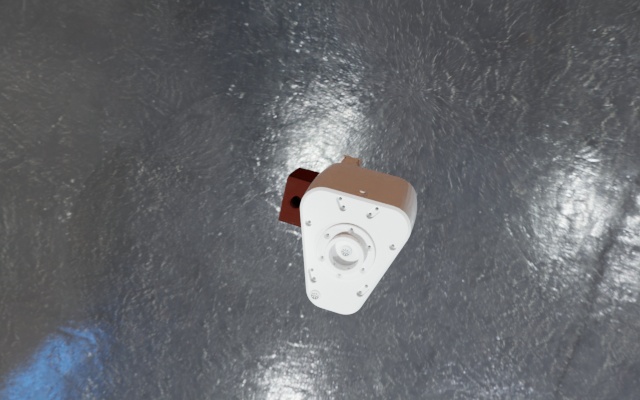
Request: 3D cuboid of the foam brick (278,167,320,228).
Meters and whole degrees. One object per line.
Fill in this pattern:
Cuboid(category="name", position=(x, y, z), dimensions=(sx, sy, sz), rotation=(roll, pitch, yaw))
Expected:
Cuboid(category="foam brick", position=(0.000, 0.002, 0.522), dimensions=(0.078, 0.053, 0.051), rotation=(16, 17, 7))
